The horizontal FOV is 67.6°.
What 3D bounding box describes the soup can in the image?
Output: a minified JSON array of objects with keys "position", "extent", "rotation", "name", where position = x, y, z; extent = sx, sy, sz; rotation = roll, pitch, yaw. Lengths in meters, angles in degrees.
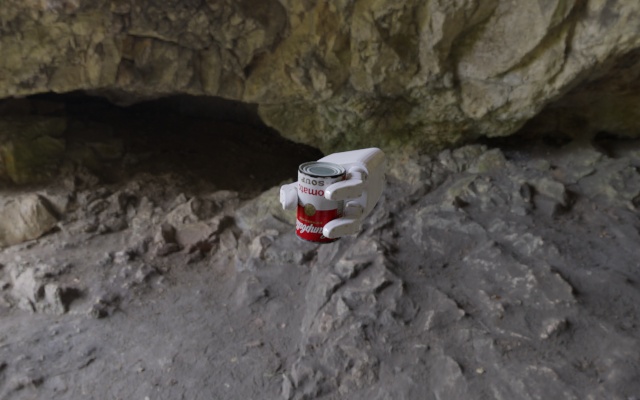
[{"position":[0.000,0.002,0.682],"extent":[0.068,0.102,0.068],"rotation":[3,22,-1],"name":"soup can"}]
